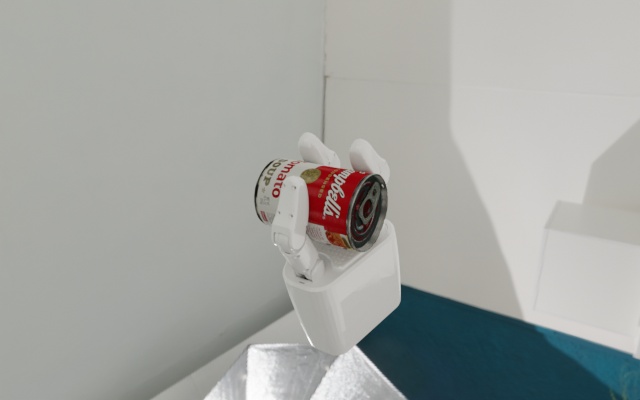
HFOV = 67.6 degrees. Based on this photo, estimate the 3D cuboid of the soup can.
[{"bbox_3d":[0.000,0.001,0.429,0.102,0.068,0.068,13,7,32],"label":"soup can"}]
